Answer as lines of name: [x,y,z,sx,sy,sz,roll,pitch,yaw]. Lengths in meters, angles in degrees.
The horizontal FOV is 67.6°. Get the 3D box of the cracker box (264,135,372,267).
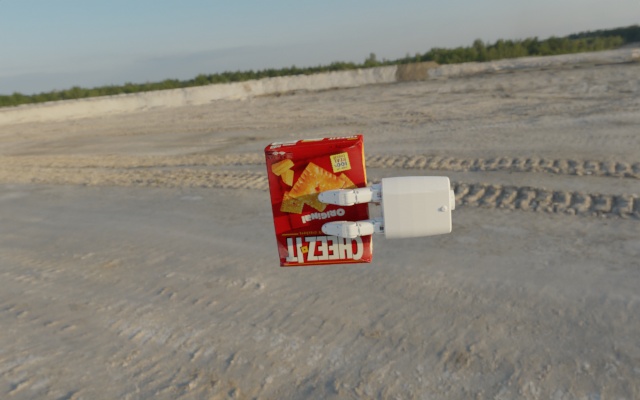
cracker box: [0.000,0.002,0.820,0.164,0.214,0.072,-4,15,9]
